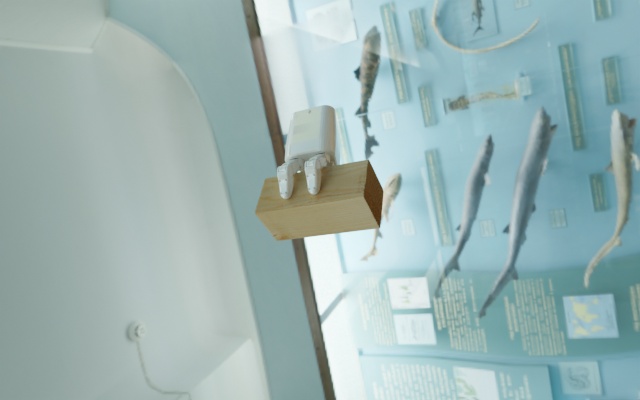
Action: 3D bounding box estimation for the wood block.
[{"bbox_3d":[0.000,0.003,0.863,0.206,0.090,0.091,-9,-42,24],"label":"wood block"}]
